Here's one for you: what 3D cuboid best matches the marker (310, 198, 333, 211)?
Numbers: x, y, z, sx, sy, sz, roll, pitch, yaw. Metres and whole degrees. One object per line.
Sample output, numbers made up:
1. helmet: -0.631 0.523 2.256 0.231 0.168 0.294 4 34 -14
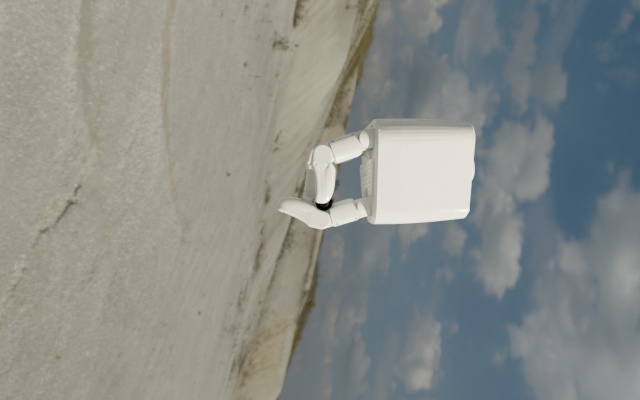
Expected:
1. marker: 0.000 0.002 0.561 0.020 0.020 0.121 0 0 -4
